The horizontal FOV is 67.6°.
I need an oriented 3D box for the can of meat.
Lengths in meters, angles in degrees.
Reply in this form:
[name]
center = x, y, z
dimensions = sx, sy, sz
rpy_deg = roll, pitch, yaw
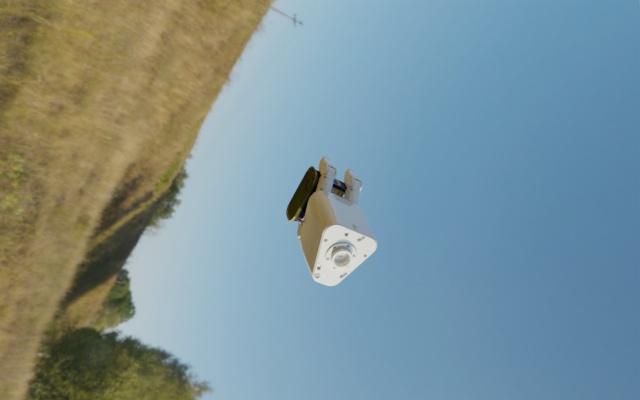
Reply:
[can of meat]
center = 0.000, 0.003, 0.847
dimensions = 0.084, 0.102, 0.057
rpy_deg = 23, 17, -22
